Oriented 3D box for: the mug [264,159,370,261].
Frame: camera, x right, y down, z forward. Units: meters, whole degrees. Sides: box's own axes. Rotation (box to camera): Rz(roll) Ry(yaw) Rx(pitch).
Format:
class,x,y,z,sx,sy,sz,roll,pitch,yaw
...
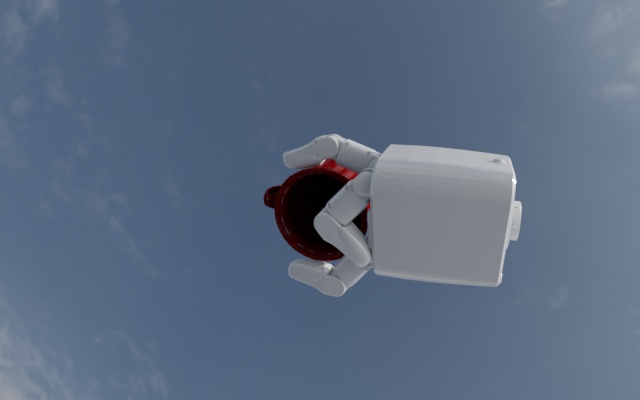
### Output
class,x,y,z,sx,sy,sz,roll,pitch,yaw
mug,-0.001,0.001,0.489,0.117,0.093,0.081,6,19,17
